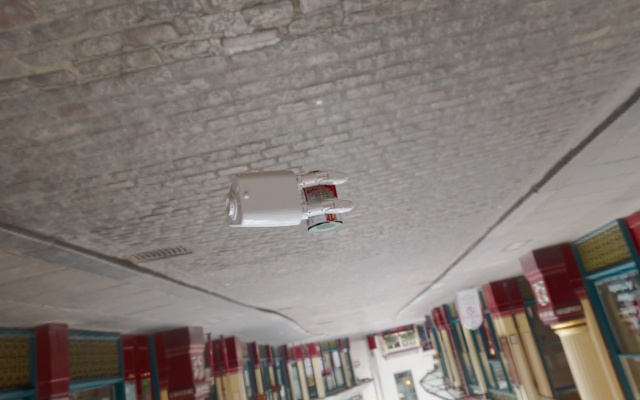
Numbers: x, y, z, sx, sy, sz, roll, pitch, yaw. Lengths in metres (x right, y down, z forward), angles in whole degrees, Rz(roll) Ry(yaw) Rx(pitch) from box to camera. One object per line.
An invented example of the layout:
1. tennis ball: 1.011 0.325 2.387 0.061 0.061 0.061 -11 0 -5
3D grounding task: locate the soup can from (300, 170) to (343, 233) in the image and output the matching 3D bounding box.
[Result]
1. soup can: 0.001 0.003 0.885 0.068 0.102 0.068 -10 -17 -3
